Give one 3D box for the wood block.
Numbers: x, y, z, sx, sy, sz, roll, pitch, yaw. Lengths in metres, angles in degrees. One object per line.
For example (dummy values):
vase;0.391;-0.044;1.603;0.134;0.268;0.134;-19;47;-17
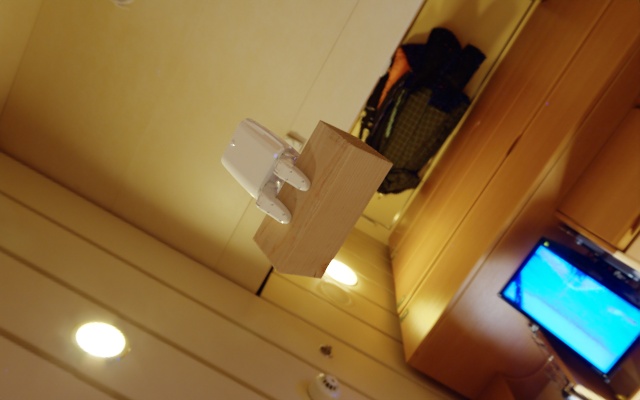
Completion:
wood block;0.000;0.002;0.698;0.091;0.206;0.090;16;21;-44
